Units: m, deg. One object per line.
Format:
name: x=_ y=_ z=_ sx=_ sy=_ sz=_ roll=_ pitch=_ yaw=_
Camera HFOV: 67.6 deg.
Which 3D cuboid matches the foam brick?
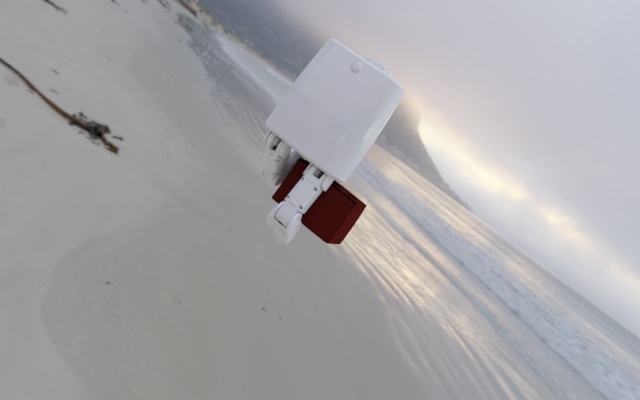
foam brick: x=0.000 y=0.002 z=0.493 sx=0.078 sy=0.051 sz=0.053 roll=39 pitch=7 yaw=15
